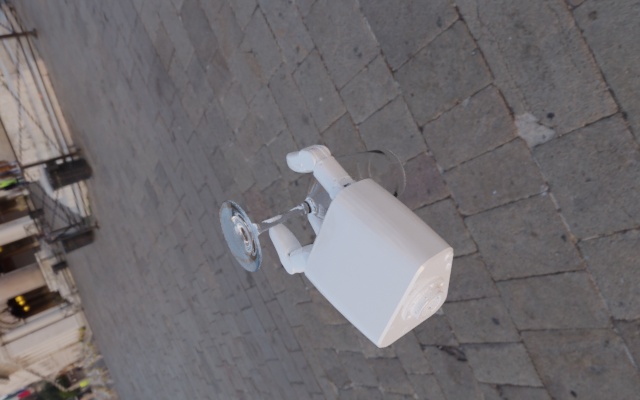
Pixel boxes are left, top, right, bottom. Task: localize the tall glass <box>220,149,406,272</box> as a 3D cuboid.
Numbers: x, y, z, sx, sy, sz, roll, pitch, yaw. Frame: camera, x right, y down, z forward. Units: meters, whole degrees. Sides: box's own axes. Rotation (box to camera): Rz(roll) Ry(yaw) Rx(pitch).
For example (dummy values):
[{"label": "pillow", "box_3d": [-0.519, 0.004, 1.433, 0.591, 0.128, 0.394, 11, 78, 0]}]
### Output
[{"label": "tall glass", "box_3d": [-0.001, 0.002, 0.509, 0.201, 0.079, 0.079, -23, 13, -32]}]
